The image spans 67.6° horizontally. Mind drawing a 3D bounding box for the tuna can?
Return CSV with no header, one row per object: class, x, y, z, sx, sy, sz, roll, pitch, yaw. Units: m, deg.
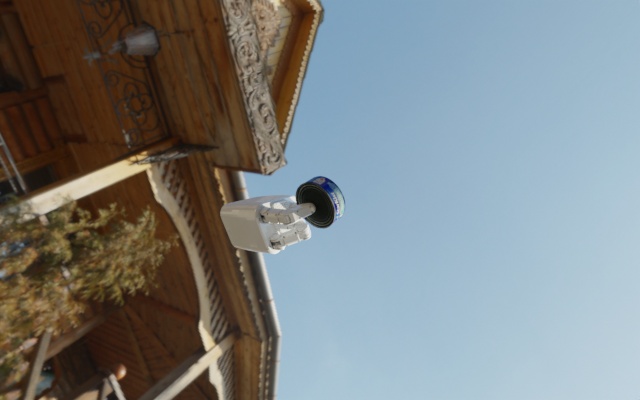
tuna can,0.001,0.002,0.813,0.086,0.086,0.033,0,24,43
